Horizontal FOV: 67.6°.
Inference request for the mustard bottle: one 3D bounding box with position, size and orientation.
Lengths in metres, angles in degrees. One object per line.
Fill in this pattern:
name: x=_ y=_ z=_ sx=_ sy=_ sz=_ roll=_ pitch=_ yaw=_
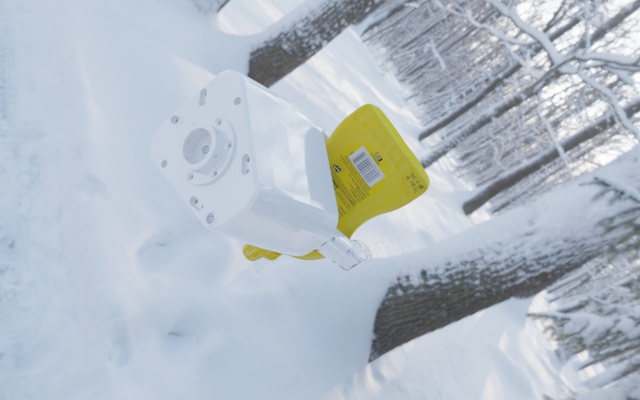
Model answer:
mustard bottle: x=0.000 y=0.001 z=0.455 sx=0.192 sy=0.096 sz=0.058 roll=-36 pitch=-3 yaw=17
